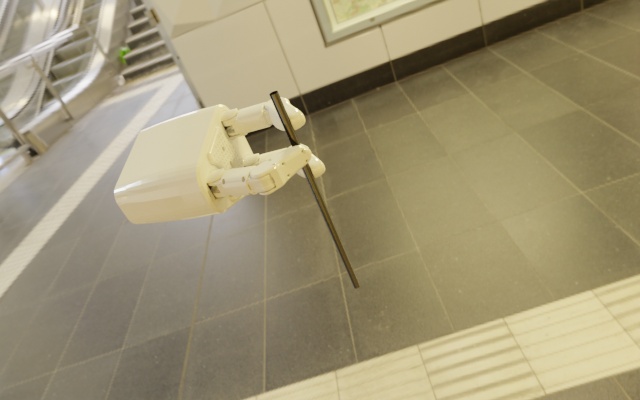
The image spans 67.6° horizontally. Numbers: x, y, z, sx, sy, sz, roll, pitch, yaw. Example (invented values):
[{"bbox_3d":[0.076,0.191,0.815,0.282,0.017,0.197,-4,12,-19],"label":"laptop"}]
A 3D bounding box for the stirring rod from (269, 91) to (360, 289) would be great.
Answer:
[{"bbox_3d":[0.000,0.002,0.476,0.011,0.240,0.011,-17,32,11],"label":"stirring rod"}]
